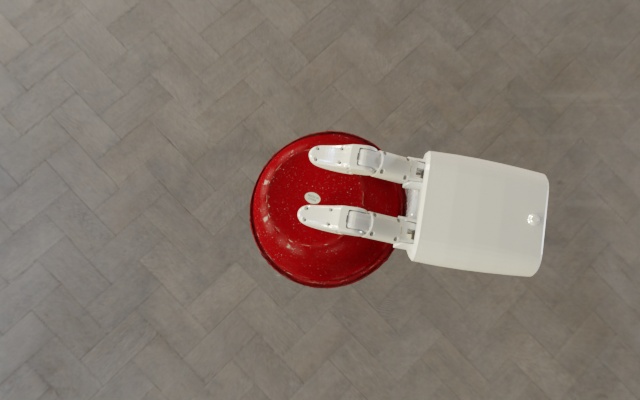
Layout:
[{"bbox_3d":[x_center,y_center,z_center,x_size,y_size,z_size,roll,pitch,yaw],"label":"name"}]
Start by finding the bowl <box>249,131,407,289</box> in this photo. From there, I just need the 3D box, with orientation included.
[{"bbox_3d":[-0.001,0.002,0.457,0.162,0.162,0.055,0,-12,12],"label":"bowl"}]
